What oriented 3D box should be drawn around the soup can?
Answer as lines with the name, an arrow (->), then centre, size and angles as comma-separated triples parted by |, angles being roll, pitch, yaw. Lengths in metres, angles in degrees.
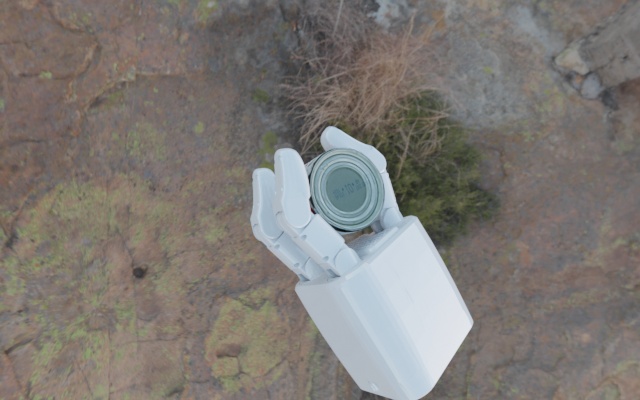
soup can -> 0.000, 0.001, 0.405 | 0.068, 0.068, 0.102 | 0, -11, -25
